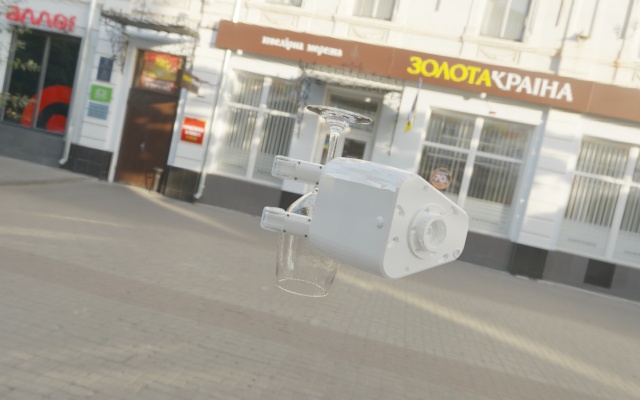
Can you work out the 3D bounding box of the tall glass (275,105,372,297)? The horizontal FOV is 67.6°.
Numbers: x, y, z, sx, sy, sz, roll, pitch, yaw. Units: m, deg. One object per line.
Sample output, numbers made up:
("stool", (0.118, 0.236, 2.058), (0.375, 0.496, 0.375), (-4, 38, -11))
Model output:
("tall glass", (0.000, 0.001, 0.532), (0.079, 0.201, 0.079), (12, 3, -1))
